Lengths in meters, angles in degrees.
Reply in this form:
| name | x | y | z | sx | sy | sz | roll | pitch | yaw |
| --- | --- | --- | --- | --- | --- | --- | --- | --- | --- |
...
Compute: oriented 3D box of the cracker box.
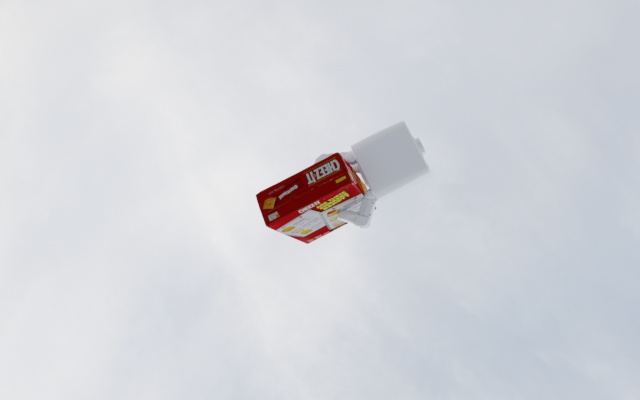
| name | x | y | z | sx | sy | sz | roll | pitch | yaw |
| --- | --- | --- | --- | --- | --- | --- | --- | --- | --- |
| cracker box | 0.000 | 0.003 | 0.882 | 0.164 | 0.072 | 0.214 | -27 | -20 | 10 |
